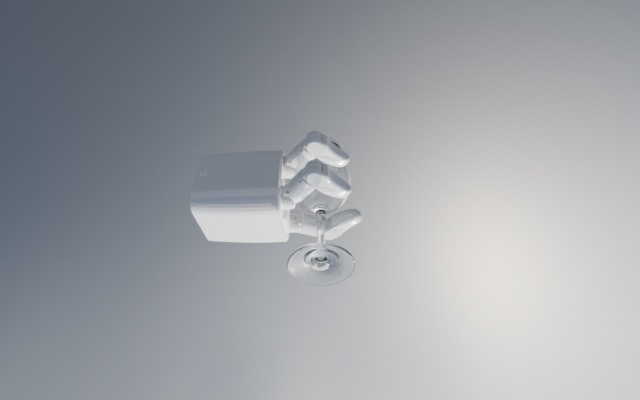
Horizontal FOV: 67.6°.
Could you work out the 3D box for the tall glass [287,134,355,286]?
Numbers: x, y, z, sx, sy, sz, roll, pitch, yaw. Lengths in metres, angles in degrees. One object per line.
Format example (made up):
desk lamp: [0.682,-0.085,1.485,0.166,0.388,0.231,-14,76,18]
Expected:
tall glass: [0.000,0.002,0.589,0.079,0.079,0.200,0,44,0]
